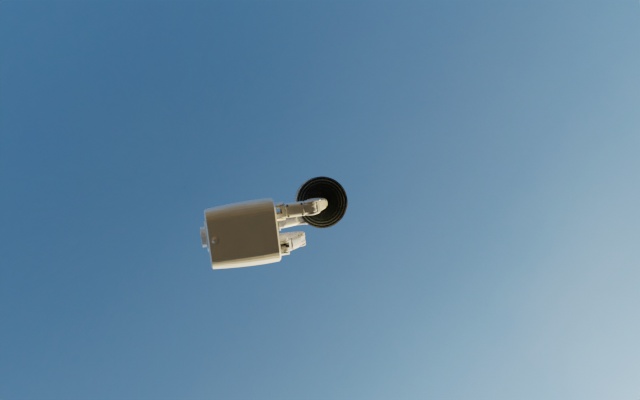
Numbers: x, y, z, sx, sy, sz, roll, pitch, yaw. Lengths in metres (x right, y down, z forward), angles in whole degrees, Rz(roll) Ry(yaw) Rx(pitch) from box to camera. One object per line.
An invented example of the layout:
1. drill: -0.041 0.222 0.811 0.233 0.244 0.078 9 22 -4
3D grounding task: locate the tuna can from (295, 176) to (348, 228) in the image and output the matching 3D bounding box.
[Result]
1. tuna can: 0.000 0.003 0.801 0.086 0.086 0.034 0 2 -10
